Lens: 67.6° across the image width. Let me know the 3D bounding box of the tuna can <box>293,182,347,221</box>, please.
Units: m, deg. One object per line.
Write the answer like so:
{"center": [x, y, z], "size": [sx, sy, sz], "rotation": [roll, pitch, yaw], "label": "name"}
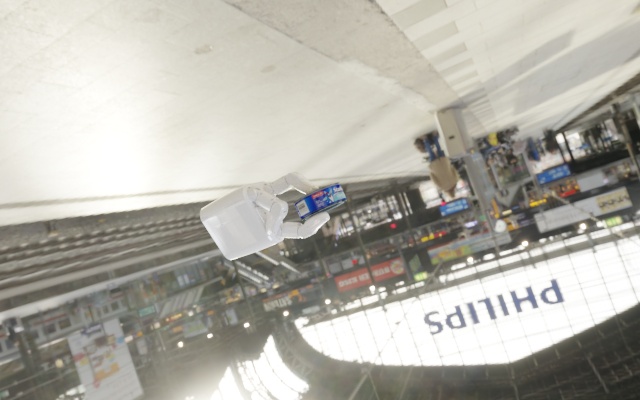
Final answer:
{"center": [0.000, 0.003, 0.805], "size": [0.086, 0.033, 0.086], "rotation": [-24, -6, -3], "label": "tuna can"}
